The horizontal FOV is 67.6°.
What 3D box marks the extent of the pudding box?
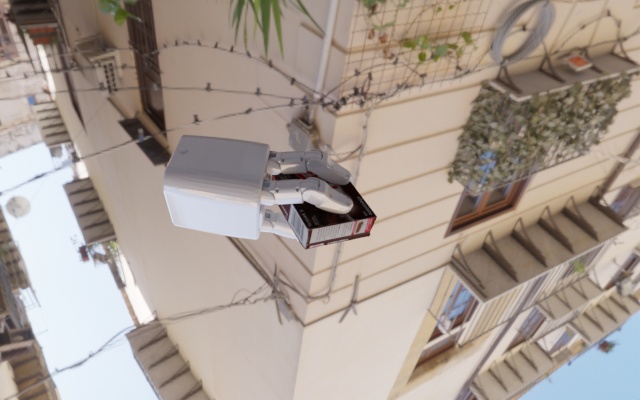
[{"bbox_3d":[0.000,0.002,0.573,0.090,0.039,0.113,-10,47,-25],"label":"pudding box"}]
